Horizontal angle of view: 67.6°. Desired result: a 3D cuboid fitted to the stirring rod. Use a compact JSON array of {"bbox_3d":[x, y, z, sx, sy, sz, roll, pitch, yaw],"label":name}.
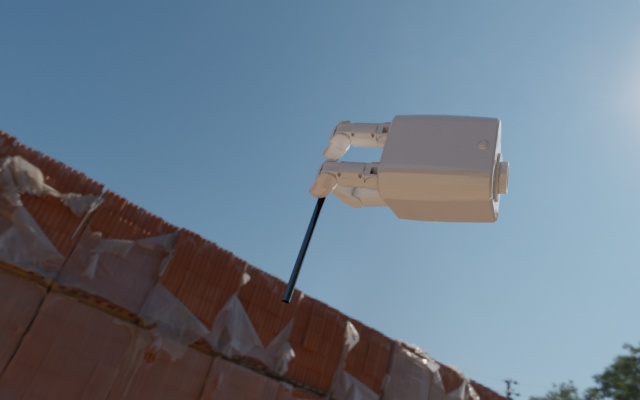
[{"bbox_3d":[0.000,0.002,0.531,0.011,0.239,0.011,14,-31,9],"label":"stirring rod"}]
